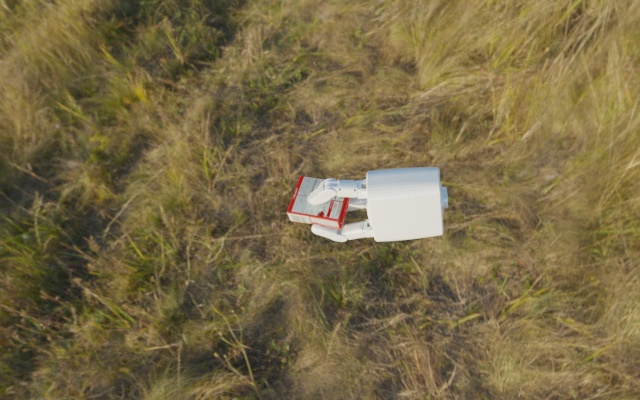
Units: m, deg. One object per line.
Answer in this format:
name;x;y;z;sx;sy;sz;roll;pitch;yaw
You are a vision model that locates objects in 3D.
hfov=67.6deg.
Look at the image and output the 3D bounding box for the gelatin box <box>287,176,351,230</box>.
gelatin box;0.000;0.002;0.760;0.089;0.073;0.030;9;-30;16
